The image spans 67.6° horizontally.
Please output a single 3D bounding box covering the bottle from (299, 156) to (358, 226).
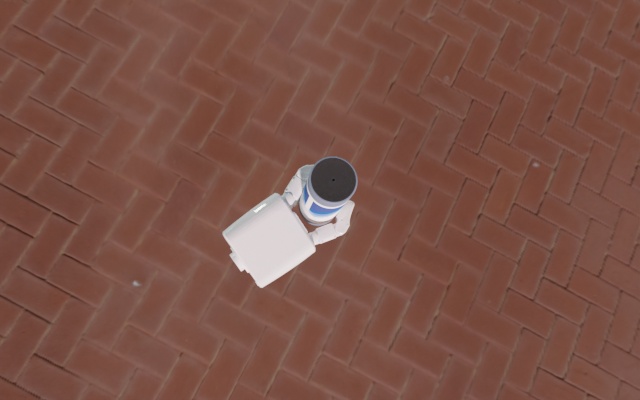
[{"bbox_3d":[0.000,0.002,0.786,0.069,0.069,0.296,0,-12,-7],"label":"bottle"}]
